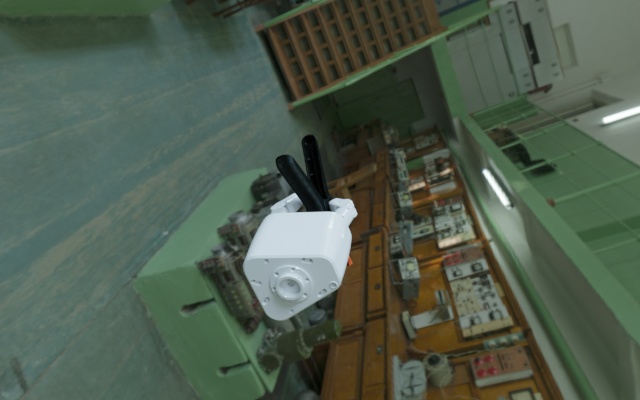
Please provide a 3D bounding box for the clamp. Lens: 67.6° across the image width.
[{"bbox_3d":[0.001,0.003,0.719,0.036,0.210,0.164,-17,20,18],"label":"clamp"}]
